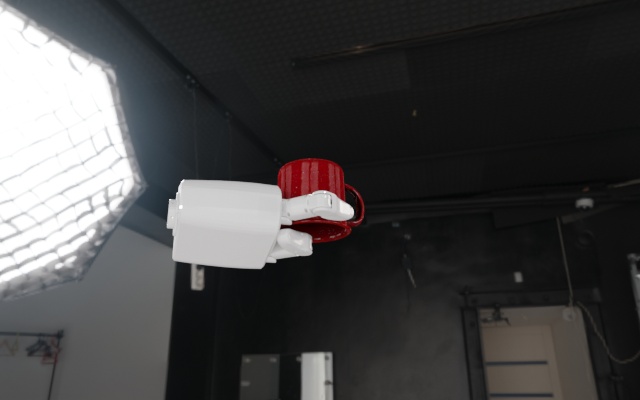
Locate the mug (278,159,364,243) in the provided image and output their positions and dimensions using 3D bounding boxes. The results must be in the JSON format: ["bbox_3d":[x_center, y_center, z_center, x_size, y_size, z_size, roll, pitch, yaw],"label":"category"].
[{"bbox_3d":[0.001,0.002,0.586,0.117,0.081,0.093,5,-21,-19],"label":"mug"}]
